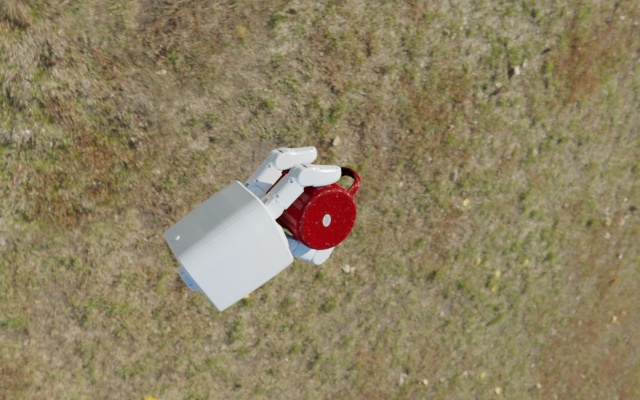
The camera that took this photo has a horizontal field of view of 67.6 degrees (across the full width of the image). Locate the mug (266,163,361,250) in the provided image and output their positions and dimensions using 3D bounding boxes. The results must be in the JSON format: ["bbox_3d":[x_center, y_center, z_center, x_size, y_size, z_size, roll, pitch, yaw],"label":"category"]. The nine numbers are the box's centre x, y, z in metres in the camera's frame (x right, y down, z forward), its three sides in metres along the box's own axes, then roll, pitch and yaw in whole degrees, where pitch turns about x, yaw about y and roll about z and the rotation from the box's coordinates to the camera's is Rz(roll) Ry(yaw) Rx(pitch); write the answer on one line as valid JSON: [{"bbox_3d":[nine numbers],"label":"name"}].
[{"bbox_3d":[0.001,0.001,0.586,0.117,0.093,0.081,-37,36,-12],"label":"mug"}]
